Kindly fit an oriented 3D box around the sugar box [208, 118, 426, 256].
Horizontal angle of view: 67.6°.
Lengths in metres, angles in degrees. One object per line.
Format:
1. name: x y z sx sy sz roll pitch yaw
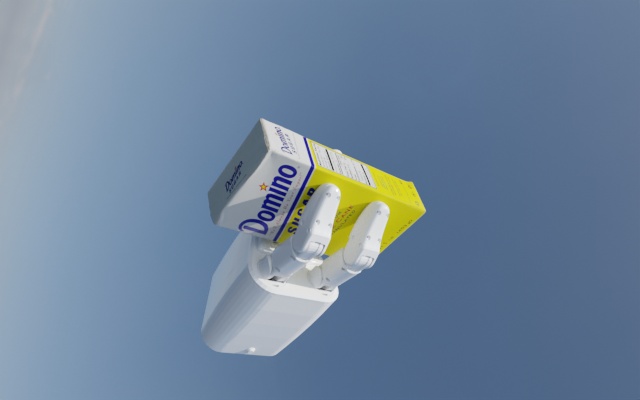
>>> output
1. sugar box: 0.000 0.002 0.428 0.176 0.048 0.093 16 -52 -36
